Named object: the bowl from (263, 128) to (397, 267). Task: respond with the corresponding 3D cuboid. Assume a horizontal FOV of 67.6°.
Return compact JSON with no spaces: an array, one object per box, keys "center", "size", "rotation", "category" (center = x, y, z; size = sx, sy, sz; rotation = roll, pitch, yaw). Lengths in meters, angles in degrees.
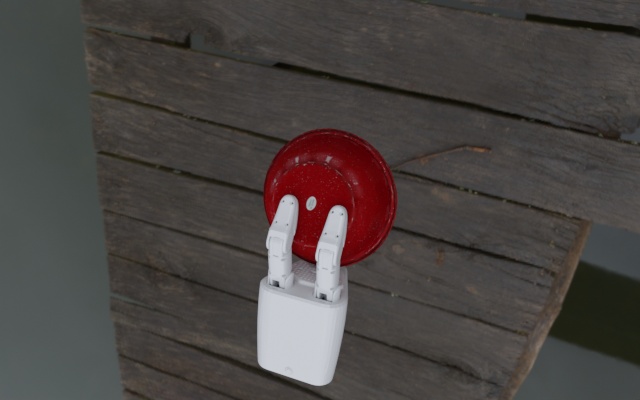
[{"center":[0.000,0.000,0.526],"size":[0.162,0.162,0.055],"rotation":[0,7,18],"category":"bowl"}]
